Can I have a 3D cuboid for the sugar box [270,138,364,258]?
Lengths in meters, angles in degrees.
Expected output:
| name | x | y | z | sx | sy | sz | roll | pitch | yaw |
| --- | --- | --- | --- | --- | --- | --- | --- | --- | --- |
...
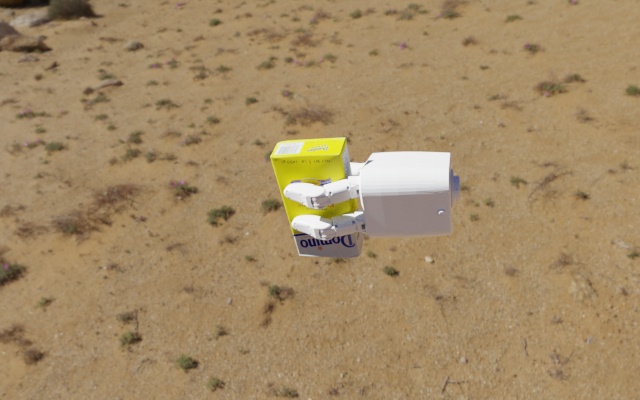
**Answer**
| name | x | y | z | sx | sy | sz | roll | pitch | yaw |
| --- | --- | --- | --- | --- | --- | --- | --- | --- | --- |
| sugar box | 0.000 | 0.002 | 0.643 | 0.093 | 0.176 | 0.048 | -1 | 36 | 17 |
